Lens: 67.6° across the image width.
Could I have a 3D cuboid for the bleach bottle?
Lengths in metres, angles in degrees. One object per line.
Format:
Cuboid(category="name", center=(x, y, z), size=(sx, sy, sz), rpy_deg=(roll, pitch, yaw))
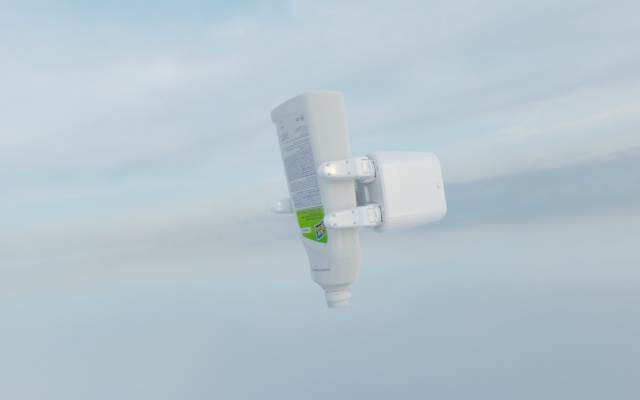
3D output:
Cuboid(category="bleach bottle", center=(0.000, 0.002, 0.580), size=(0.068, 0.251, 0.102), rpy_deg=(-6, -3, -33))
